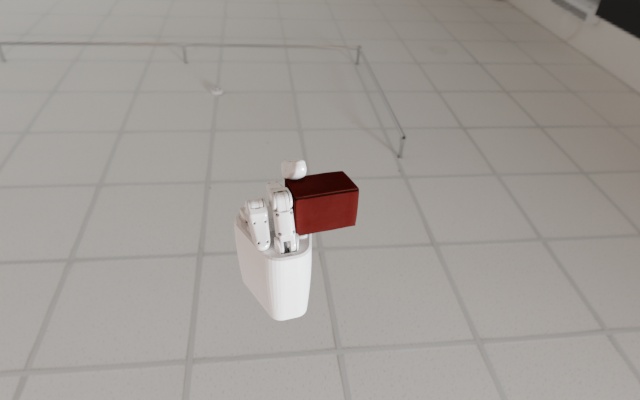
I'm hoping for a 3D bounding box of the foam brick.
[{"bbox_3d":[0.000,0.002,0.573,0.078,0.051,0.053,-9,31,-15],"label":"foam brick"}]
